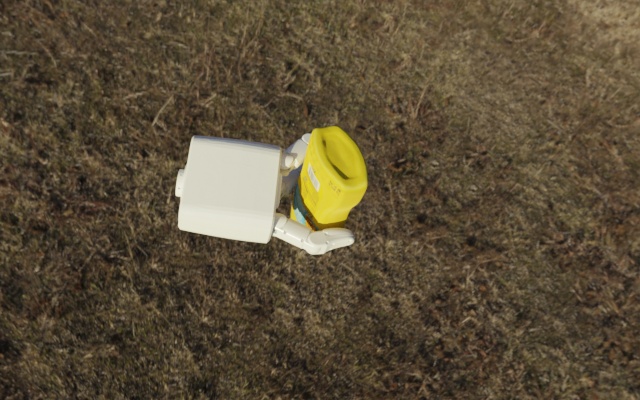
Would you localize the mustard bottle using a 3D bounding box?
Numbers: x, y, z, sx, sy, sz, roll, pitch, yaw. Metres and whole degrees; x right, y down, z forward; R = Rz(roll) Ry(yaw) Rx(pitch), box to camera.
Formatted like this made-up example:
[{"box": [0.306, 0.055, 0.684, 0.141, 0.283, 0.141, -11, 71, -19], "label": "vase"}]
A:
[{"box": [0.000, 0.002, 0.608, 0.058, 0.096, 0.192, -13, -30, -24], "label": "mustard bottle"}]
